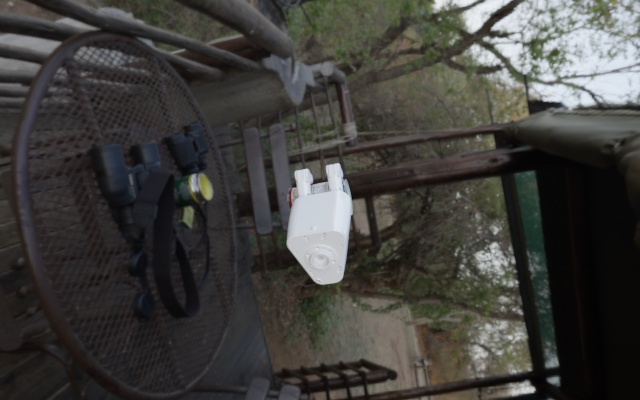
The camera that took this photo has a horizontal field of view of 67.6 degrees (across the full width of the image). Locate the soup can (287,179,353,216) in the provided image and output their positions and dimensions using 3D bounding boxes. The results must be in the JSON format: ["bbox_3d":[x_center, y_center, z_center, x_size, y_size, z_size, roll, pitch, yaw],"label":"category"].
[{"bbox_3d":[0.000,0.003,0.841,0.102,0.068,0.068,-10,-2,11],"label":"soup can"}]
